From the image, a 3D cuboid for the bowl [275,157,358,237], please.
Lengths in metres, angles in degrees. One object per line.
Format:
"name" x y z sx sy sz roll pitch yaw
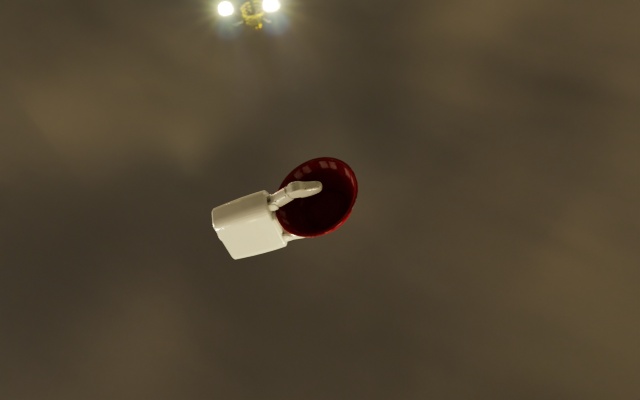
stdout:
"bowl" 0.002 0.003 0.866 0.162 0.162 0.055 0 -27 27
